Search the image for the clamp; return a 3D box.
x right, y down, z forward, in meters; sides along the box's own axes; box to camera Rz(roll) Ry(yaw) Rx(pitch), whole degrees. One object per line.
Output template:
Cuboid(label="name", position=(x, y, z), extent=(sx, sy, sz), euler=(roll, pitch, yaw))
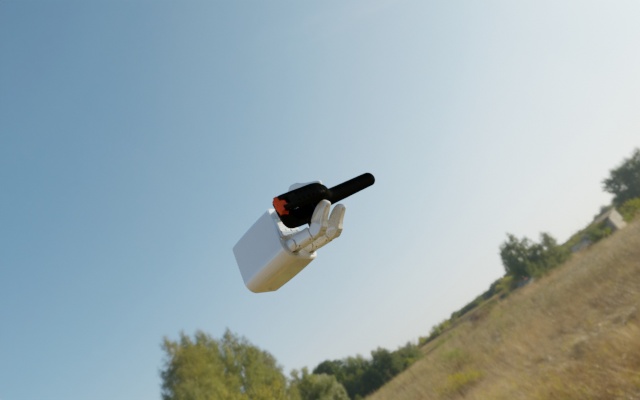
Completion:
Cuboid(label="clamp", position=(-0.001, 0.002, 0.802), extent=(0.164, 0.036, 0.210), euler=(-45, -24, 17))
